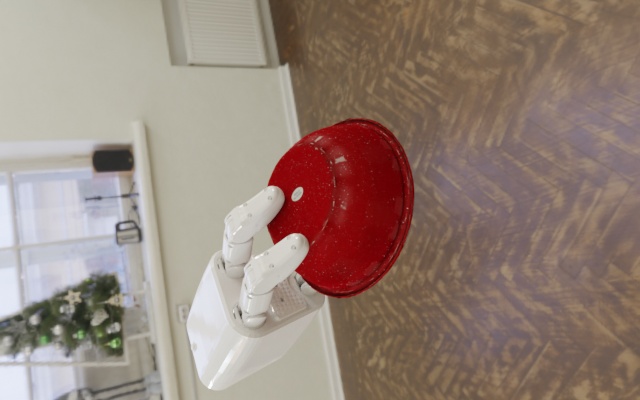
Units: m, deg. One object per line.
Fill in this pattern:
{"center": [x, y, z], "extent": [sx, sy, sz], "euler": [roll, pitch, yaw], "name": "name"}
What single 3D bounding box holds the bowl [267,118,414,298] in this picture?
{"center": [0.000, 0.000, 0.411], "extent": [0.055, 0.162, 0.162], "euler": [12, -8, -41], "name": "bowl"}
